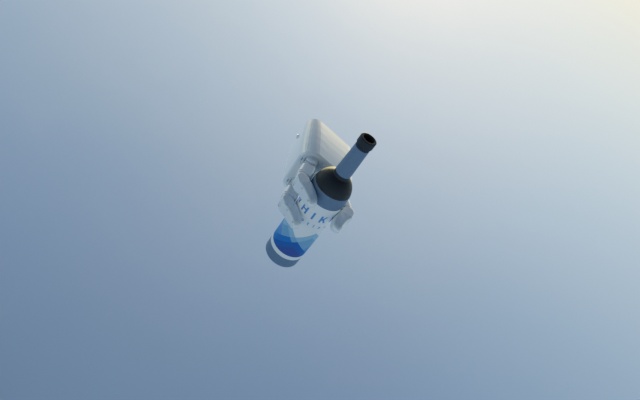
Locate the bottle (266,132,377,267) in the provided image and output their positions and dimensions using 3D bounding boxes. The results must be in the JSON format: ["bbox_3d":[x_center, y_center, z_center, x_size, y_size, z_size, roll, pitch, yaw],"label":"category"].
[{"bbox_3d":[0.000,0.003,0.779,0.069,0.069,0.296,0,-38,-37],"label":"bottle"}]
